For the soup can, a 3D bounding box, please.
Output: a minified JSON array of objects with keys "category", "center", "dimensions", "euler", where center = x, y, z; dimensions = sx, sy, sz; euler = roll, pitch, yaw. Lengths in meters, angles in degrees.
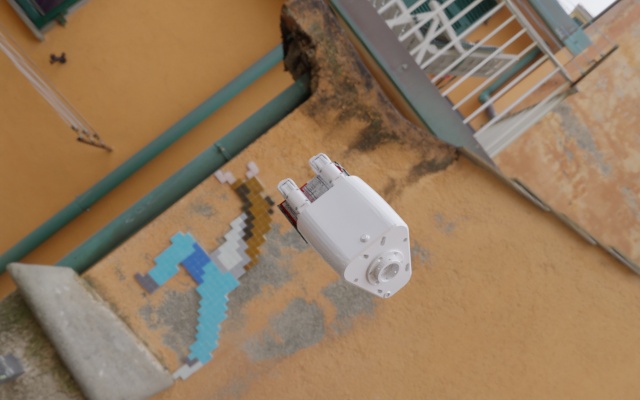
[{"category":"soup can","center":[0.000,0.002,0.660],"dimensions":[0.102,0.068,0.068],"euler":[-39,3,-4]}]
